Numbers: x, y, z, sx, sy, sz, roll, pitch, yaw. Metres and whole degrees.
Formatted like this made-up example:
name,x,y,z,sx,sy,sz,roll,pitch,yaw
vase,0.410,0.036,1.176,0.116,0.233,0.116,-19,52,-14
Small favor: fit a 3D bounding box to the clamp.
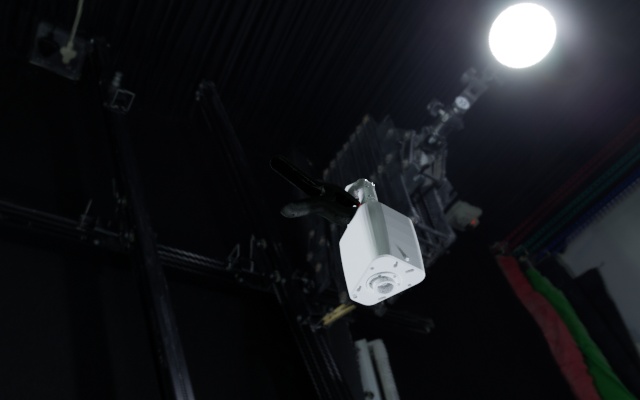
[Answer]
name,x,y,z,sx,sy,sz,roll,pitch,yaw
clamp,0.000,0.003,0.720,0.171,0.120,0.039,23,-50,-24
